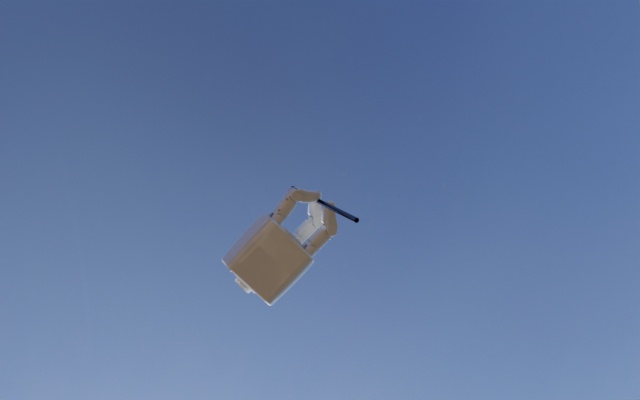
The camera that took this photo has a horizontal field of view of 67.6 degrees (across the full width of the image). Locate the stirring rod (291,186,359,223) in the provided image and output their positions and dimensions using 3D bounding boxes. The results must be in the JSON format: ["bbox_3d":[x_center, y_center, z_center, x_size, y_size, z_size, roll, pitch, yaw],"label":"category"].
[{"bbox_3d":[0.000,0.003,0.805,0.011,0.011,0.239,0,13,-27],"label":"stirring rod"}]
